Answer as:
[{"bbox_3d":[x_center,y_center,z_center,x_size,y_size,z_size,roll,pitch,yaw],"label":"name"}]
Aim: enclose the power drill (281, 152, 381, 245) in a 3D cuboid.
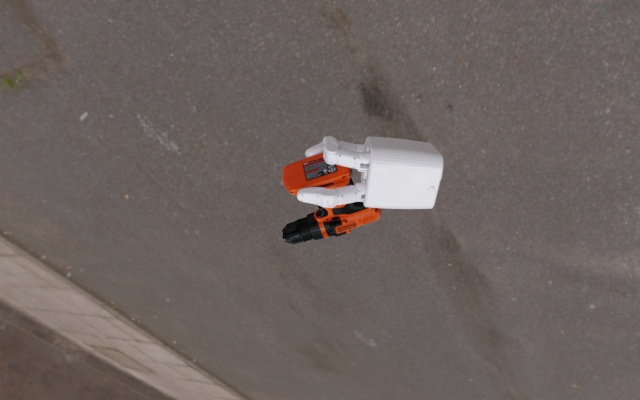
[{"bbox_3d":[0.000,0.002,0.802,0.184,0.057,0.188,-19,-33,5],"label":"power drill"}]
